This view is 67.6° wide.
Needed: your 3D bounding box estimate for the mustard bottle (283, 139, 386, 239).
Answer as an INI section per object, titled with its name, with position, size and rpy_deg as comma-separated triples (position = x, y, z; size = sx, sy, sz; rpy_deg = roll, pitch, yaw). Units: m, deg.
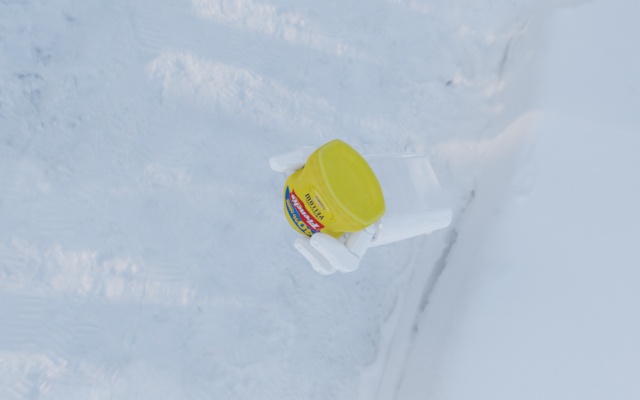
[mustard bottle]
position = 0.000, 0.002, 0.567
size = 0.058, 0.096, 0.192
rpy_deg = -35, 1, -24
